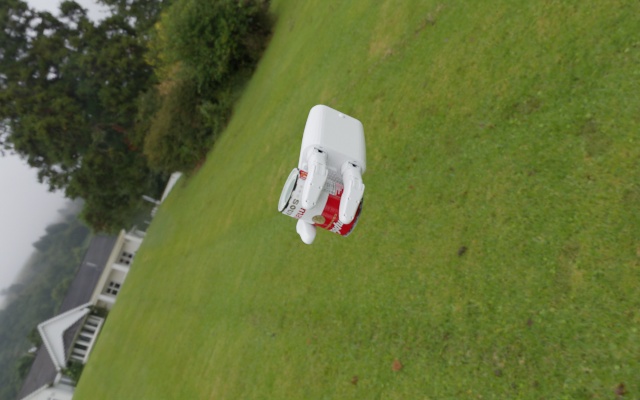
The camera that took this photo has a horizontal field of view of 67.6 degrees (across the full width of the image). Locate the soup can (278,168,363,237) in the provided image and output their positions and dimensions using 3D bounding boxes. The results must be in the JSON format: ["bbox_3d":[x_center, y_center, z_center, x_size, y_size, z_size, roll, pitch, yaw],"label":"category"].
[{"bbox_3d":[0.000,0.003,0.672,0.102,0.068,0.068,21,-6,-15],"label":"soup can"}]
